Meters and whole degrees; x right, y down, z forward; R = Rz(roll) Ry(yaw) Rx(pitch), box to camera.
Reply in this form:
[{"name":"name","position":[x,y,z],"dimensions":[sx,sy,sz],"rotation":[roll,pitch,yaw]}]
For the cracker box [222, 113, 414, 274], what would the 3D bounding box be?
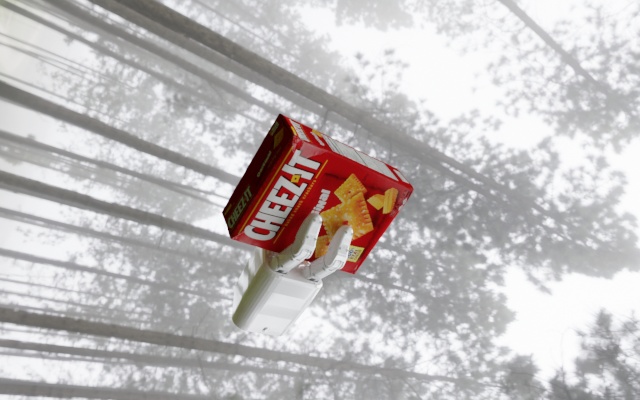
[{"name":"cracker box","position":[0.000,0.002,0.657],"dimensions":[0.214,0.164,0.072],"rotation":[20,23,-33]}]
